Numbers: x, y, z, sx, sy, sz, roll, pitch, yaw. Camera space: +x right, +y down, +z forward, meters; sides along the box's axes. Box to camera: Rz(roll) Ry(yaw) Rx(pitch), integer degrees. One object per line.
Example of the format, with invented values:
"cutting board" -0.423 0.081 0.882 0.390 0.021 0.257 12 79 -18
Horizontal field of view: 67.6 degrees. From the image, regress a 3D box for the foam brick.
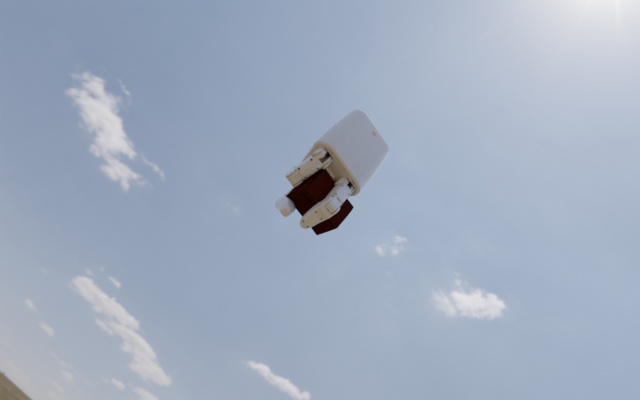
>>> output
"foam brick" 0.000 0.003 0.703 0.053 0.078 0.051 -20 22 50
